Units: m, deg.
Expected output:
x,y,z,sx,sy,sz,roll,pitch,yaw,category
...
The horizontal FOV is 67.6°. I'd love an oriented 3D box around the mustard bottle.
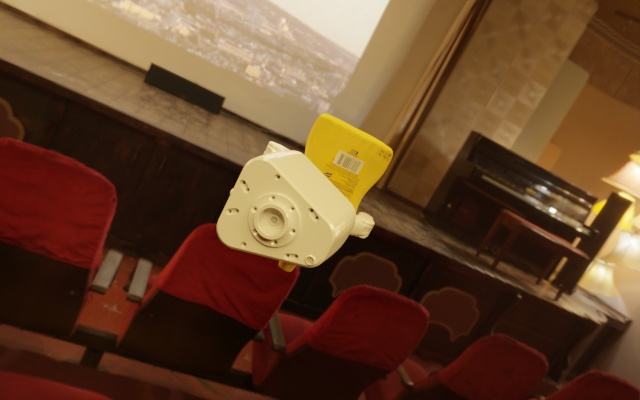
x,y,z,sx,sy,sz,roll,pitch,yaw,category
0.000,0.002,0.569,0.096,0.192,0.058,24,13,-17,mustard bottle
